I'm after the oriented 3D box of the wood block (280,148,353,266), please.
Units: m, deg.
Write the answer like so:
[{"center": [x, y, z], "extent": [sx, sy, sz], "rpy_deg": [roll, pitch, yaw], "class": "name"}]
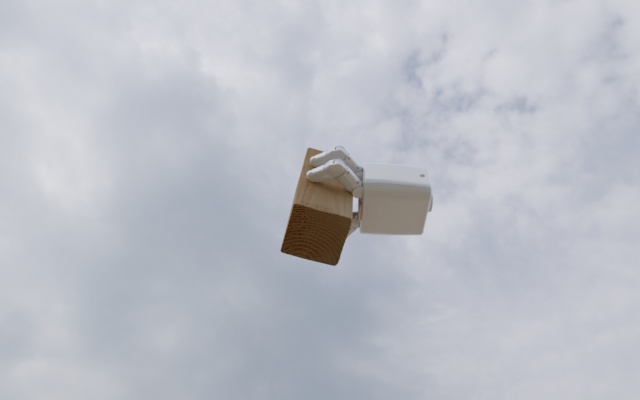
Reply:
[{"center": [0.000, 0.003, 0.783], "extent": [0.090, 0.091, 0.206], "rpy_deg": [15, 29, -3], "class": "wood block"}]
